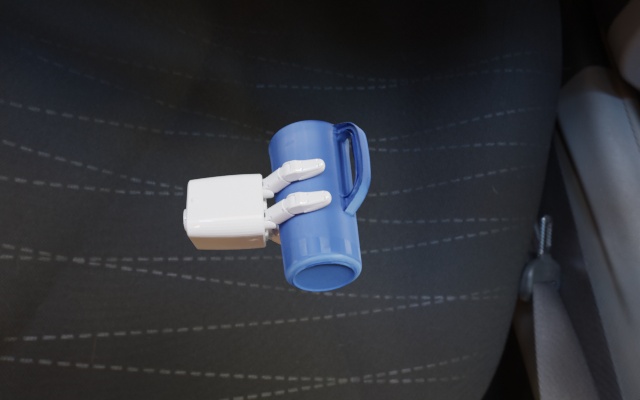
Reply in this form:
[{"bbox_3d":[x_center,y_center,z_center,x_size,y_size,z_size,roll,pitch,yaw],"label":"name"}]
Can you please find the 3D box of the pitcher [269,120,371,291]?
[{"bbox_3d":[0.000,0.002,0.718,0.145,0.242,0.149,-3,-35,-7],"label":"pitcher"}]
